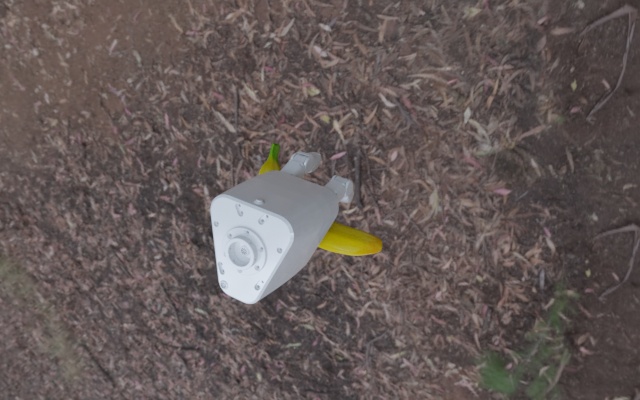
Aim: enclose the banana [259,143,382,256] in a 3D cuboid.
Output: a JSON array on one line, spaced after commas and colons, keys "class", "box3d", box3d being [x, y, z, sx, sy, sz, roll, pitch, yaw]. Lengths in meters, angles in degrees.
[{"class": "banana", "box3d": [-0.014, 0.014, 0.598, 0.197, 0.069, 0.037, 43, 11, 12]}]
